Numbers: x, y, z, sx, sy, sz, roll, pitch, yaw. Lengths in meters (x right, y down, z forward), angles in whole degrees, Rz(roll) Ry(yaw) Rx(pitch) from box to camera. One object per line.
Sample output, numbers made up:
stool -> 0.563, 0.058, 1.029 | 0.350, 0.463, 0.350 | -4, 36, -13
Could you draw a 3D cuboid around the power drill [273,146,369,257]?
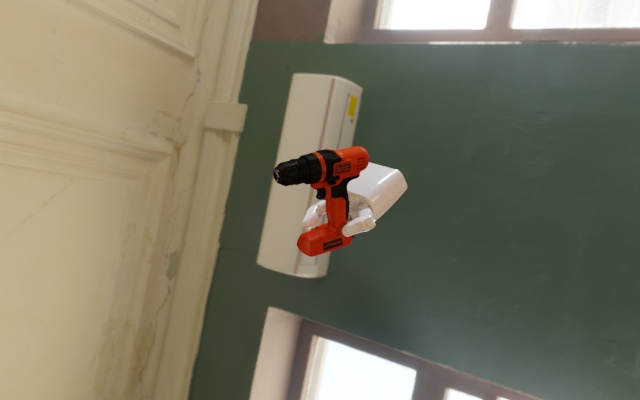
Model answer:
power drill -> 0.000, 0.003, 0.836 | 0.184, 0.188, 0.057 | -14, 32, -30
